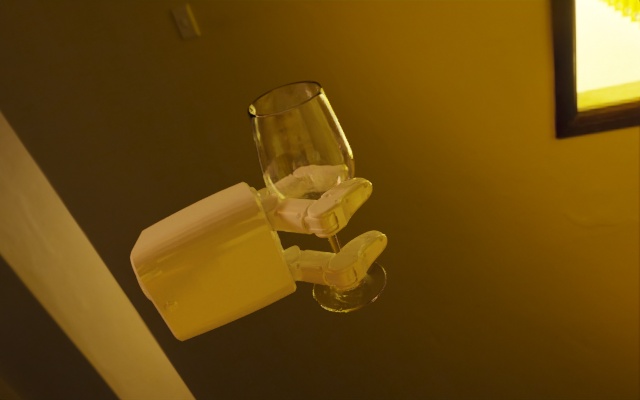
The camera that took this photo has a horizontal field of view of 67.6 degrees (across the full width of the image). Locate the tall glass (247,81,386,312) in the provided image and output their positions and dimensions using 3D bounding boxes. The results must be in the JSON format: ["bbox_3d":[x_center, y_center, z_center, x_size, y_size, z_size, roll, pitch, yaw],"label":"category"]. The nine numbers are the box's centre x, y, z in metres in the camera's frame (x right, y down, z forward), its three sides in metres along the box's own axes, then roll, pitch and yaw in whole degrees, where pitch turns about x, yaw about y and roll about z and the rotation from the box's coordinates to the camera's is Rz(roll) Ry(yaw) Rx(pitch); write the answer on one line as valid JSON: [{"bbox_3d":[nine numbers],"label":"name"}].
[{"bbox_3d":[0.000,0.002,0.420,0.079,0.201,0.079,-14,31,8],"label":"tall glass"}]
